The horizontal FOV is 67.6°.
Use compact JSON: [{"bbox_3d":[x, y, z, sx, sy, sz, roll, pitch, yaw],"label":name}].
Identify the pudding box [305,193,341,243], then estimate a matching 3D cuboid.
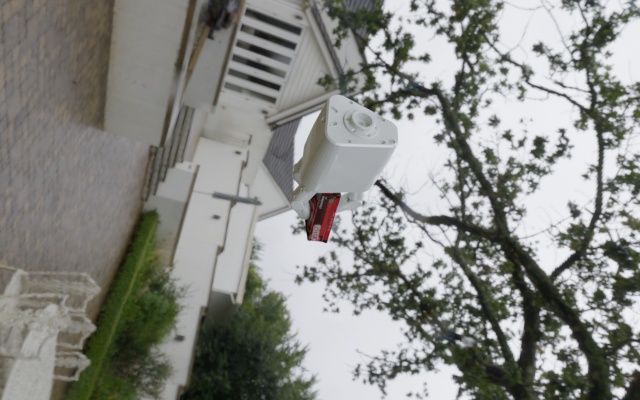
[{"bbox_3d":[0.000,0.003,0.780,0.039,0.090,0.113,12,26,-10],"label":"pudding box"}]
